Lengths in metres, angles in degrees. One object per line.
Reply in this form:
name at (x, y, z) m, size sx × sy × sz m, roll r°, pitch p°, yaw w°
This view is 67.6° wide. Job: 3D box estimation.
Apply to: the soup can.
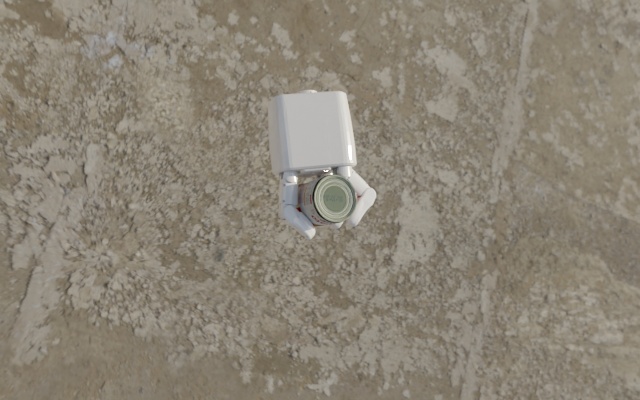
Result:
soup can at (0.000, 0.003, 0.679) m, size 0.068 × 0.068 × 0.102 m, roll 0°, pitch -6°, yaw -25°
